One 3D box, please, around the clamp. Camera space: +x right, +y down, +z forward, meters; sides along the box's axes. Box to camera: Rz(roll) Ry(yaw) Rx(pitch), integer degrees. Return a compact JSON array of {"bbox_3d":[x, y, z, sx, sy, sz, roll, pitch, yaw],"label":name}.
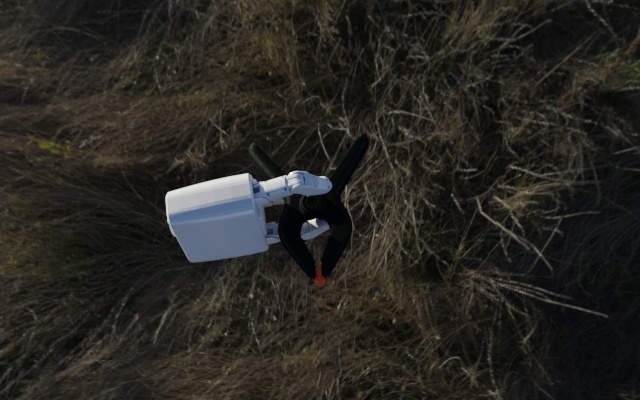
[{"bbox_3d":[0.000,0.002,0.620,0.164,0.210,0.036,-12,-22,-2],"label":"clamp"}]
